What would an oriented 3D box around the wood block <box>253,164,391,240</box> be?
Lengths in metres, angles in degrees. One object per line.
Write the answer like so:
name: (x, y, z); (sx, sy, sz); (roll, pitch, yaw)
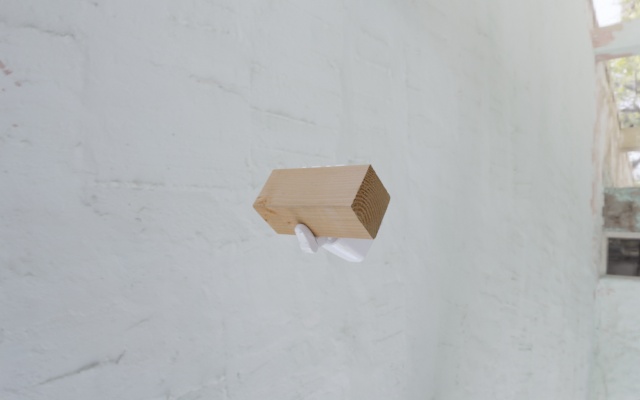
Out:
wood block: (0.000, 0.003, 0.815); (0.206, 0.090, 0.090); (0, -39, 37)
